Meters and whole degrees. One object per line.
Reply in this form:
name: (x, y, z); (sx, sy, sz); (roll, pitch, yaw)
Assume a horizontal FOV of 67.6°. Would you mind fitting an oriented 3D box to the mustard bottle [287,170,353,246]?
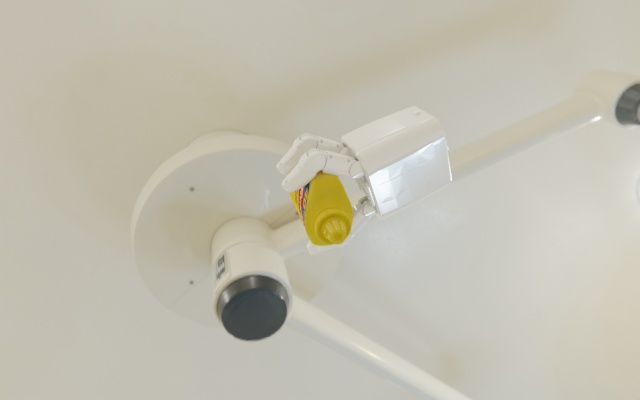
mustard bottle: (0.000, 0.002, 0.597); (0.058, 0.096, 0.191); (-2, 24, -13)
